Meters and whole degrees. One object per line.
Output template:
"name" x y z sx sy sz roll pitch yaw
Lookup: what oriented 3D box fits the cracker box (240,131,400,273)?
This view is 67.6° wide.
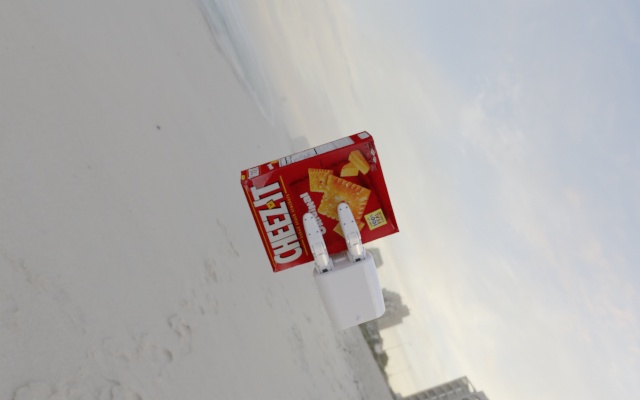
"cracker box" 0.000 0.002 0.757 0.213 0.164 0.072 -18 18 -2
